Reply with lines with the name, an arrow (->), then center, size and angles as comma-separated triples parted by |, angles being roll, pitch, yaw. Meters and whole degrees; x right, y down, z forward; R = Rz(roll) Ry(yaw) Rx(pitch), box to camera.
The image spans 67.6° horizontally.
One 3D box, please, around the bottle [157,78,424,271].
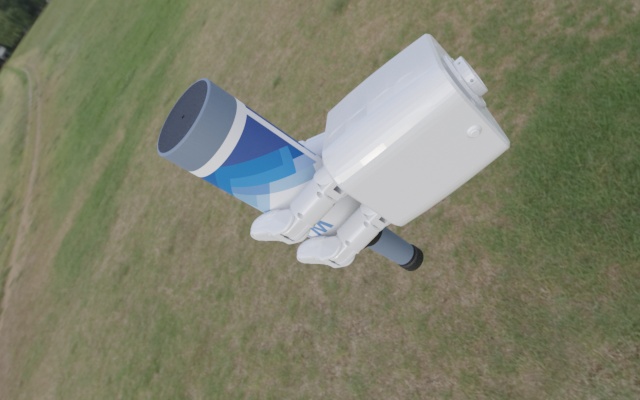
bottle -> 0.000, 0.001, 0.436 | 0.296, 0.069, 0.069 | 32, -20, -36
